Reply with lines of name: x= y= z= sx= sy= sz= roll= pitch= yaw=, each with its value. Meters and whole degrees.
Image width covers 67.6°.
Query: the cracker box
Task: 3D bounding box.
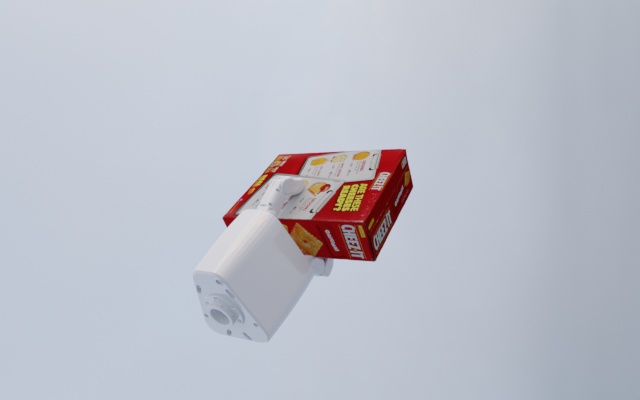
cracker box: x=0.000 y=0.002 z=0.657 sx=0.213 sy=0.072 sz=0.164 roll=1 pitch=37 yaw=31
